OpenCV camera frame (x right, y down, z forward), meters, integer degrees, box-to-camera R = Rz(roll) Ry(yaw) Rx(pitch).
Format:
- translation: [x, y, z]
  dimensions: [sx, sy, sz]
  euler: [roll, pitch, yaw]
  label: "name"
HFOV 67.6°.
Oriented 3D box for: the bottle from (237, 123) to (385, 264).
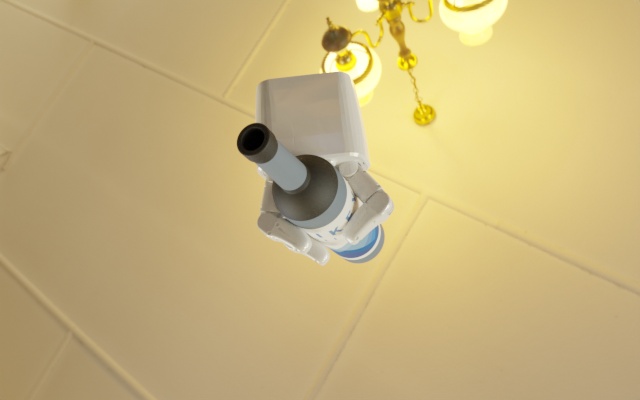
- translation: [0.000, 0.002, 0.478]
  dimensions: [0.069, 0.069, 0.296]
  euler: [0, -18, 21]
  label: "bottle"
